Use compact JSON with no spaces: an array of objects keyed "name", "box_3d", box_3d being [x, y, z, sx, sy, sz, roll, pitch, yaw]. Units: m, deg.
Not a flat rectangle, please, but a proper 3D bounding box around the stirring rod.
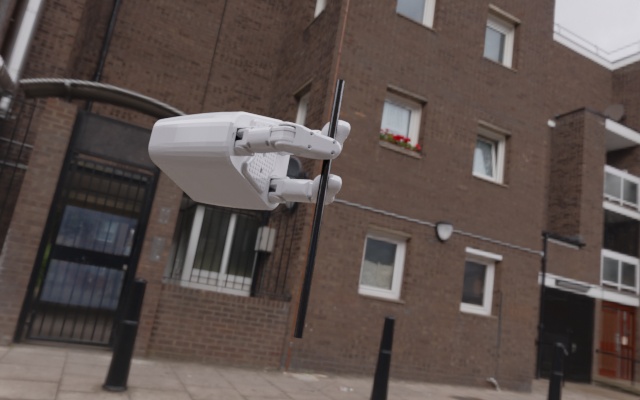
[{"name":"stirring rod","box_3d":[0.000,0.001,0.433,0.011,0.239,0.011,9,-12,2]}]
